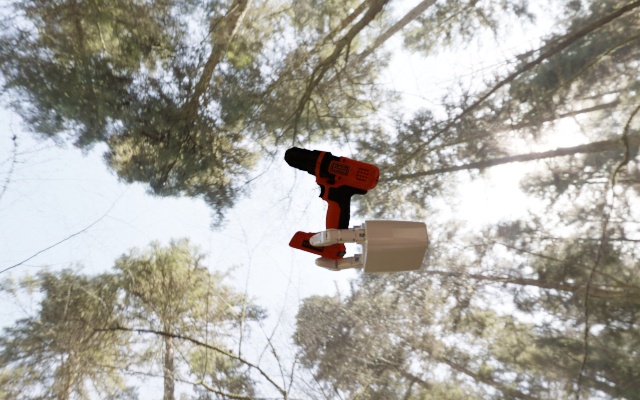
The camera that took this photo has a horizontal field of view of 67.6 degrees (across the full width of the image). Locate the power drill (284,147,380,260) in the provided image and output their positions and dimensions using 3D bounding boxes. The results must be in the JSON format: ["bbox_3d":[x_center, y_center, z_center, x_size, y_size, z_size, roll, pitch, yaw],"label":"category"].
[{"bbox_3d":[0.000,0.003,0.873,0.184,0.187,0.057,16,4,19],"label":"power drill"}]
